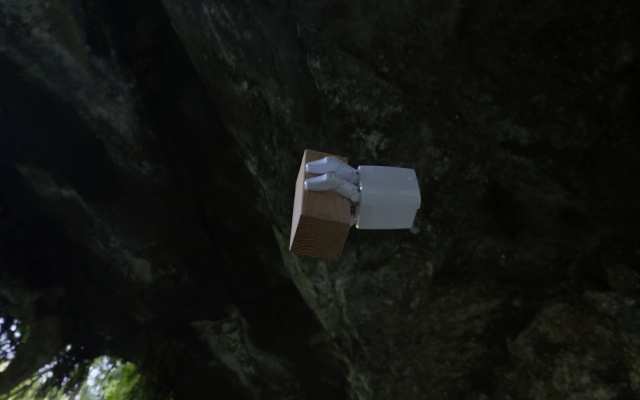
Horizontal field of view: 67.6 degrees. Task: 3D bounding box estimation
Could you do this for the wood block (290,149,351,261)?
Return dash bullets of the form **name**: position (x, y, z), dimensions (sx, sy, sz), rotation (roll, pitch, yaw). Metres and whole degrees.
- **wood block**: position (0.000, 0.003, 0.891), dimensions (0.090, 0.091, 0.206), rotation (11, 36, -7)
